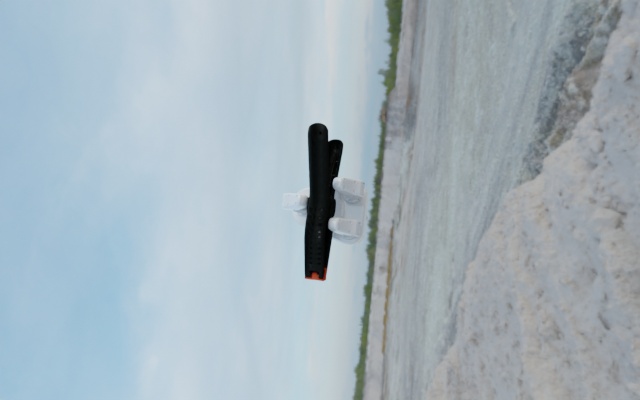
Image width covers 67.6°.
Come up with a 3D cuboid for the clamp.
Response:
[{"bbox_3d":[-0.001,0.003,0.639,0.036,0.210,0.164,5,-6,11],"label":"clamp"}]
